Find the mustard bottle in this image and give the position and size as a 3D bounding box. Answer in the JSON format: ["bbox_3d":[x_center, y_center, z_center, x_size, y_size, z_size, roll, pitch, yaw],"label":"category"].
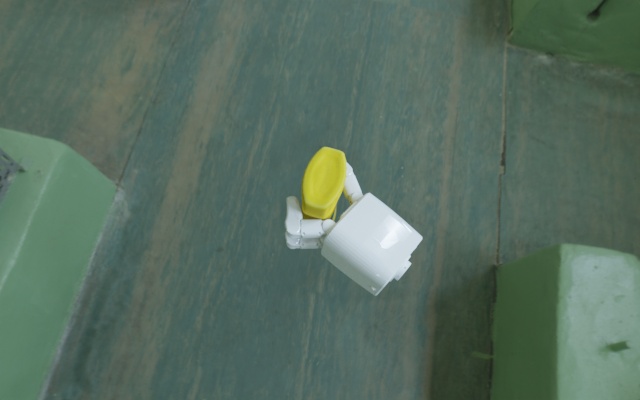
[{"bbox_3d":[0.000,0.002,0.735,0.058,0.096,0.192,15,-22,2],"label":"mustard bottle"}]
